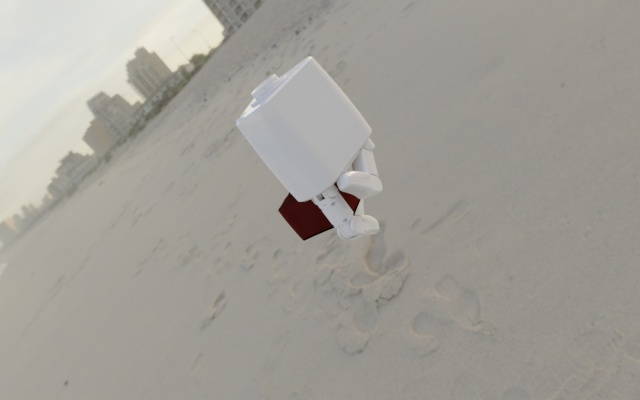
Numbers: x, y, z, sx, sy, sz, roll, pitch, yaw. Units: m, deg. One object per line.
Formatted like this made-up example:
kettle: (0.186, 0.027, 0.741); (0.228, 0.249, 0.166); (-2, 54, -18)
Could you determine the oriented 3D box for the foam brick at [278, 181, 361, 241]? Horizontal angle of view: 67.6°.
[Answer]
foam brick: (0.000, 0.002, 0.555); (0.078, 0.051, 0.053); (-26, 24, 37)
